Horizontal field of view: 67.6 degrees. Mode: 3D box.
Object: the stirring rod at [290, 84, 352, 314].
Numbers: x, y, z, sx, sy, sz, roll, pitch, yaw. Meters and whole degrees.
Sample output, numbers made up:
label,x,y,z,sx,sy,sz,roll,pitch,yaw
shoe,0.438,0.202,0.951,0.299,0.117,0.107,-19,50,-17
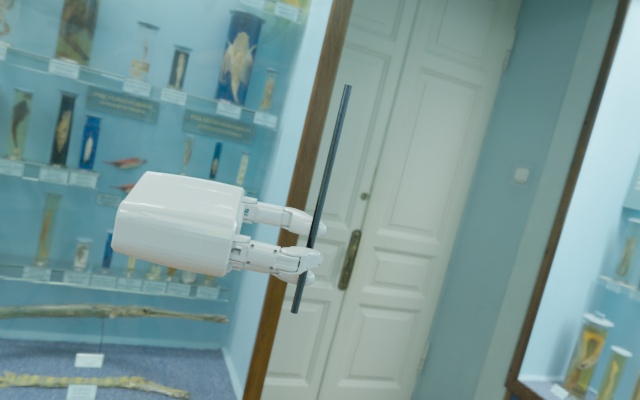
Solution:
label,x,y,z,sx,sy,sz,roll,pitch,yaw
stirring rod,0.000,0.002,0.489,0.011,0.239,0.011,13,7,-2
